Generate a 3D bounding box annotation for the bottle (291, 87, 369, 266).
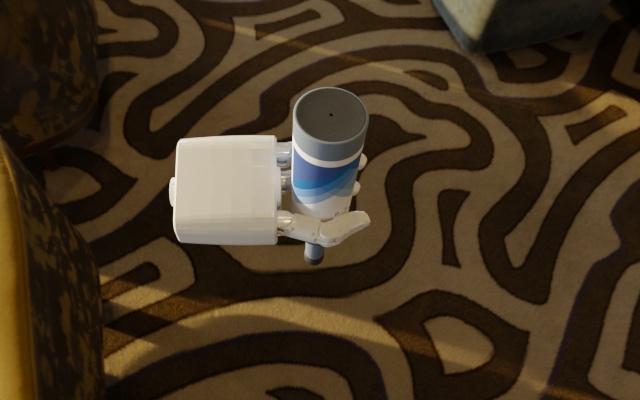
[{"bbox_3d":[0.000,0.002,0.540,0.069,0.069,0.296,0,-31,-4],"label":"bottle"}]
